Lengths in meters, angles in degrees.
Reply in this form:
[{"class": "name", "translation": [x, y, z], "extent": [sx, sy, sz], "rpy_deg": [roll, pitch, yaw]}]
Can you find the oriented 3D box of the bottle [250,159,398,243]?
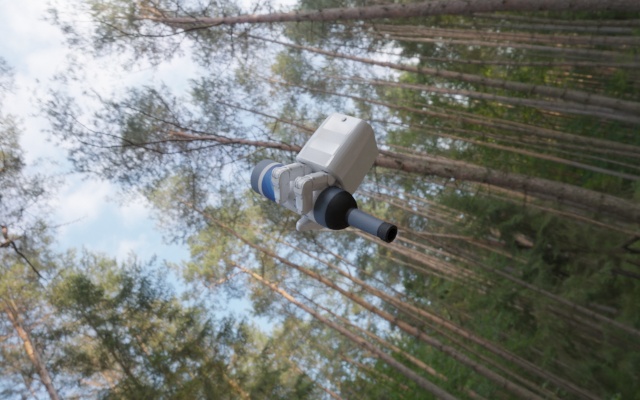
[{"class": "bottle", "translation": [0.000, 0.003, 0.775], "extent": [0.295, 0.069, 0.069], "rpy_deg": [24, 16, 41]}]
